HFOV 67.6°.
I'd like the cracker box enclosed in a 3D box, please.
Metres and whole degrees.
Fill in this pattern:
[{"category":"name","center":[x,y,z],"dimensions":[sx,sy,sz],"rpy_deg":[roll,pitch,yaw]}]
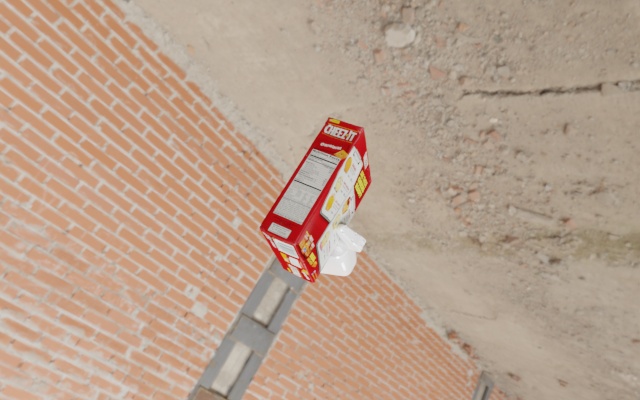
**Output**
[{"category":"cracker box","center":[0.000,0.003,0.756],"dimensions":[0.072,0.213,0.164],"rpy_deg":[22,-22,20]}]
